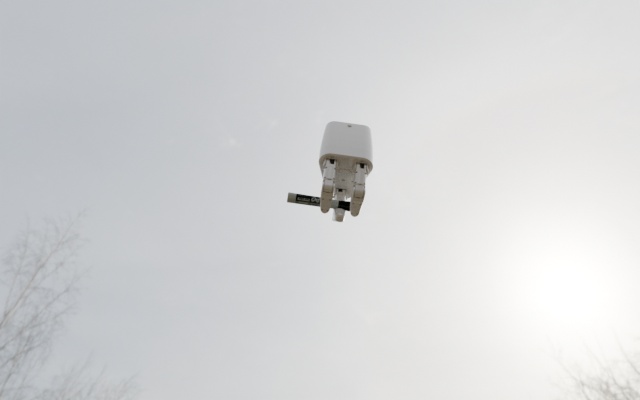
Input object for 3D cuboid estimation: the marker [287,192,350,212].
[{"bbox_3d":[0.000,0.003,0.865,0.121,0.020,0.020,8,0,-2],"label":"marker"}]
